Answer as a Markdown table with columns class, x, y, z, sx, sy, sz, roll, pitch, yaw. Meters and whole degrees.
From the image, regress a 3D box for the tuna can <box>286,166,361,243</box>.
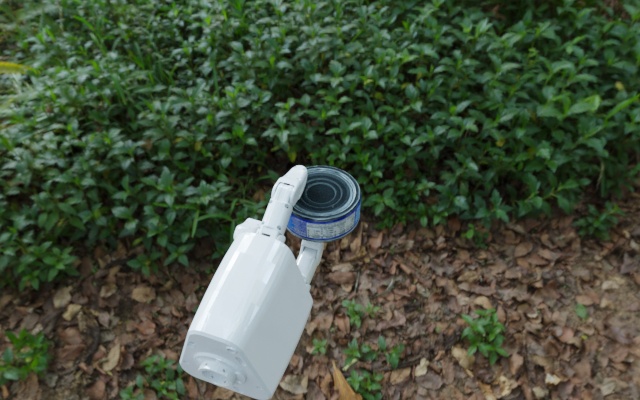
| class | x | y | z | sx | sy | sz | roll | pitch | yaw |
| --- | --- | --- | --- | --- | --- | --- | --- | --- | --- |
| tuna can | 0.000 | 0.001 | 0.505 | 0.086 | 0.034 | 0.086 | 0 | 44 | 0 |
